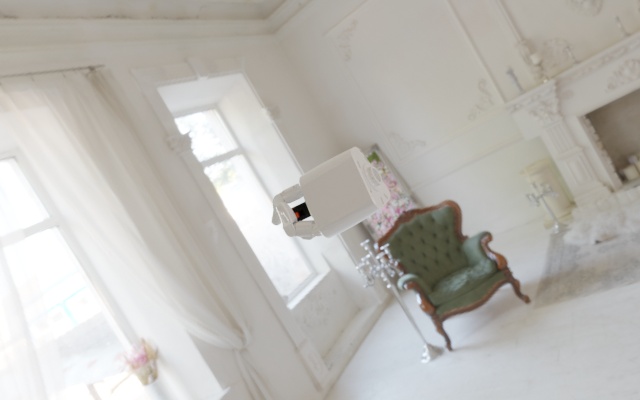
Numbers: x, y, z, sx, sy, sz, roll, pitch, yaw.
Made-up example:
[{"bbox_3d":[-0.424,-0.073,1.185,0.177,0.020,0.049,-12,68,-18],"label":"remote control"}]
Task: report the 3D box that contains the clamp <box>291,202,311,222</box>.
[{"bbox_3d":[0.000,0.002,0.870,0.120,0.039,0.171,-30,3,25],"label":"clamp"}]
